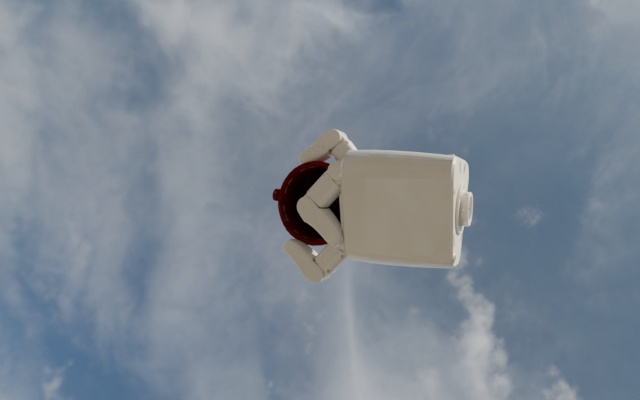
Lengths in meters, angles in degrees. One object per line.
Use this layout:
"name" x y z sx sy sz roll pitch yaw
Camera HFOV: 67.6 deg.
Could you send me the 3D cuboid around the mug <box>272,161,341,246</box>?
"mug" -0.001 0.002 0.562 0.117 0.093 0.081 7 3 26
